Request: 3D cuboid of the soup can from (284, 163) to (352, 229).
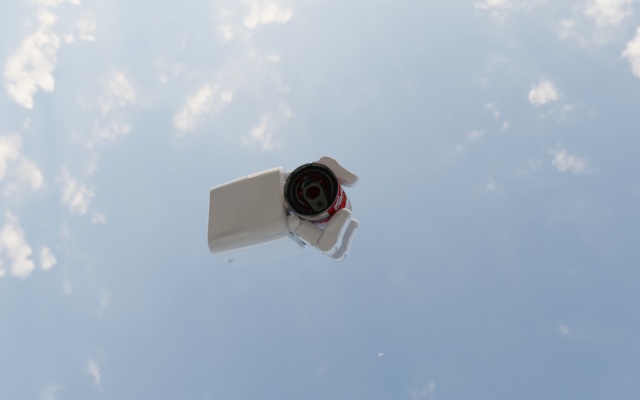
[{"bbox_3d":[0.001,0.002,0.613,0.068,0.068,0.102,0,-18,14],"label":"soup can"}]
